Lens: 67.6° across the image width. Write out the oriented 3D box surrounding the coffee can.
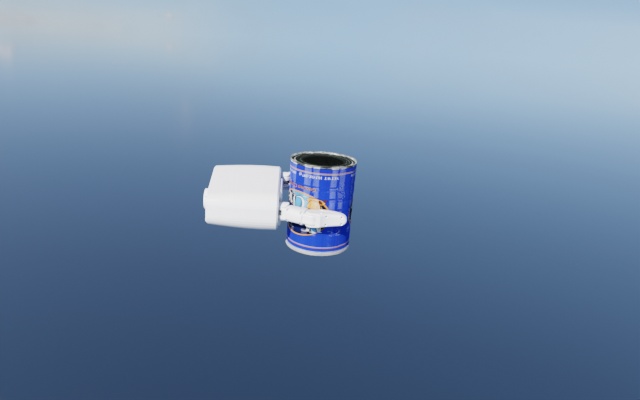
[{"bbox_3d":[0.000,0.003,0.748,0.103,0.140,0.102,4,18,-1],"label":"coffee can"}]
